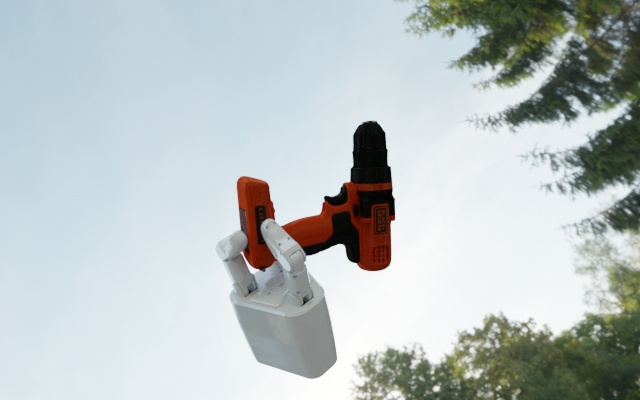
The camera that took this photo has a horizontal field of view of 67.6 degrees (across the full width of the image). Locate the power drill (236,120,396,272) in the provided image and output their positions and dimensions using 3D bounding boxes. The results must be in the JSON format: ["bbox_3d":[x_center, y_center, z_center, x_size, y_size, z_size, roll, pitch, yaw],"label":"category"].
[{"bbox_3d":[0.000,0.002,0.560,0.187,0.184,0.057,-6,6,-19],"label":"power drill"}]
